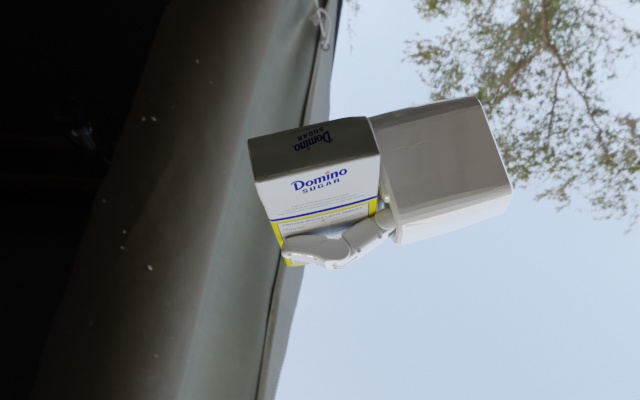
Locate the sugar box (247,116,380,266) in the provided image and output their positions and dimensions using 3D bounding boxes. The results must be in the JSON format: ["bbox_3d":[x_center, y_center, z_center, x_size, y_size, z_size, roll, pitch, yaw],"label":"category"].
[{"bbox_3d":[0.000,0.001,0.415,0.093,0.048,0.176,-13,-30,-3],"label":"sugar box"}]
